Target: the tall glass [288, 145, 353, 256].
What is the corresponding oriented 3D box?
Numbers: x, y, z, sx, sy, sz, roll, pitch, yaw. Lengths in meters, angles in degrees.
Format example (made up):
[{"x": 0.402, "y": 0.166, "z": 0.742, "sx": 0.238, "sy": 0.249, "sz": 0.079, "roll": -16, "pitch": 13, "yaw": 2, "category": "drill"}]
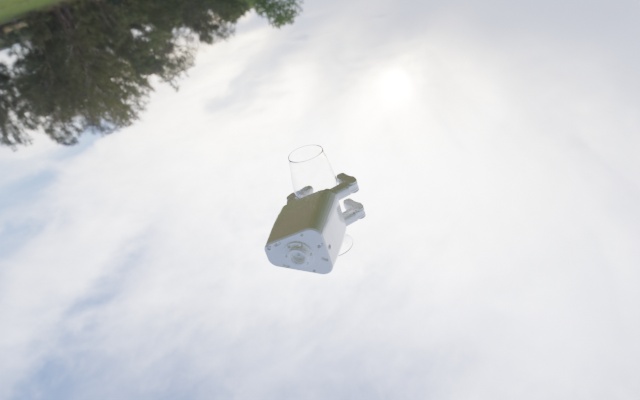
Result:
[{"x": 0.000, "y": 0.003, "z": 0.851, "sx": 0.079, "sy": 0.201, "sz": 0.079, "roll": -13, "pitch": 30, "yaw": 8, "category": "tall glass"}]
